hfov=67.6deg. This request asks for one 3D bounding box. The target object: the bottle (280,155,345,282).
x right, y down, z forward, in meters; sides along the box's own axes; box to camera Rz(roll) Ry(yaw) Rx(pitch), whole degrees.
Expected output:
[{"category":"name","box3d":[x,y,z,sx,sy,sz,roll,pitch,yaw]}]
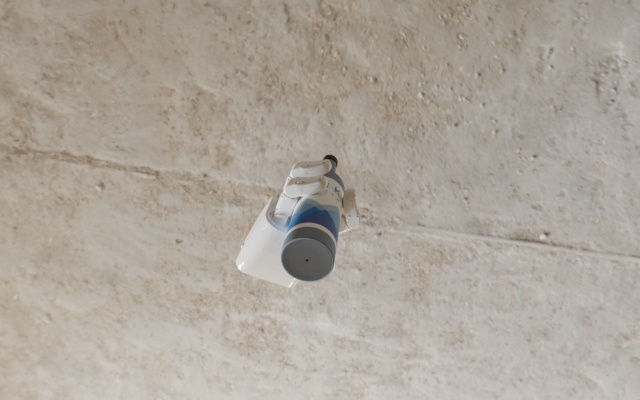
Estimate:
[{"category":"bottle","box3d":[0.000,0.002,0.701,0.069,0.069,0.295,0,28,7]}]
